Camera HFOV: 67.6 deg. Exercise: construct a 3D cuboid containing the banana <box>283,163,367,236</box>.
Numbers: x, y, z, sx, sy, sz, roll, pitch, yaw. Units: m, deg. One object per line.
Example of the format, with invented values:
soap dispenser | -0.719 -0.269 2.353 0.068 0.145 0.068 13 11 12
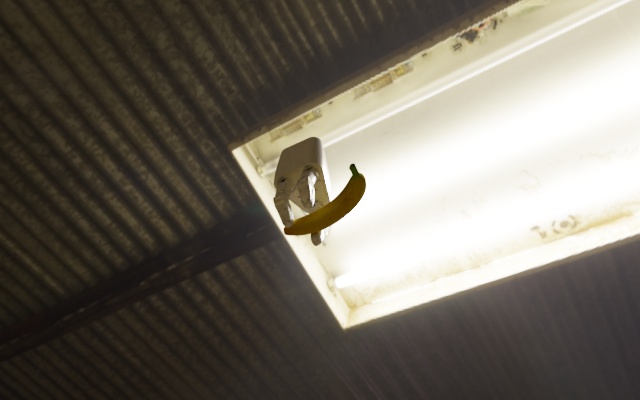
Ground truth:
banana | 0.017 0.010 0.817 0.070 0.037 0.198 31 -55 -22
